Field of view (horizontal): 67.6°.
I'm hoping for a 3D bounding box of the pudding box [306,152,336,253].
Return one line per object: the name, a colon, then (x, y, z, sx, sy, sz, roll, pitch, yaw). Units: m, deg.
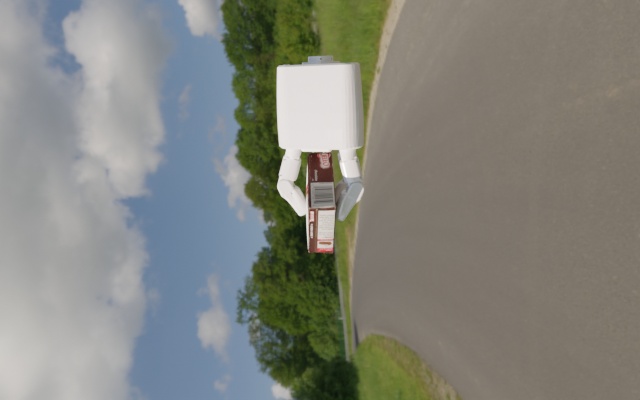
pudding box: (0.000, 0.002, 0.657, 0.039, 0.090, 0.113, 0, 44, 0)
